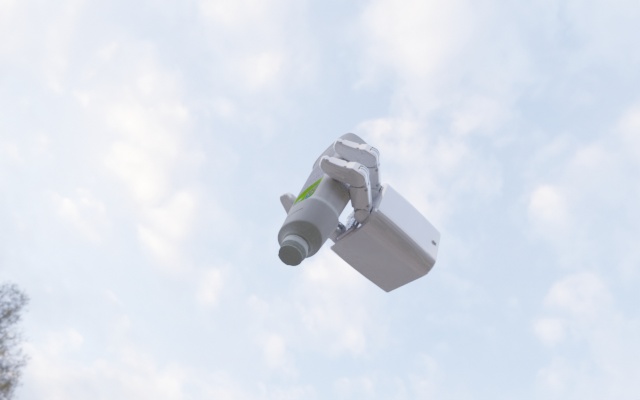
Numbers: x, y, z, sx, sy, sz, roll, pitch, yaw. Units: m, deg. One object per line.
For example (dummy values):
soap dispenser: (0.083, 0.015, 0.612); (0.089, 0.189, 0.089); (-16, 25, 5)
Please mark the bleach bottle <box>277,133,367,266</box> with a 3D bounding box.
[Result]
bleach bottle: (0.000, 0.002, 0.617); (0.103, 0.068, 0.250); (-44, 9, 35)
